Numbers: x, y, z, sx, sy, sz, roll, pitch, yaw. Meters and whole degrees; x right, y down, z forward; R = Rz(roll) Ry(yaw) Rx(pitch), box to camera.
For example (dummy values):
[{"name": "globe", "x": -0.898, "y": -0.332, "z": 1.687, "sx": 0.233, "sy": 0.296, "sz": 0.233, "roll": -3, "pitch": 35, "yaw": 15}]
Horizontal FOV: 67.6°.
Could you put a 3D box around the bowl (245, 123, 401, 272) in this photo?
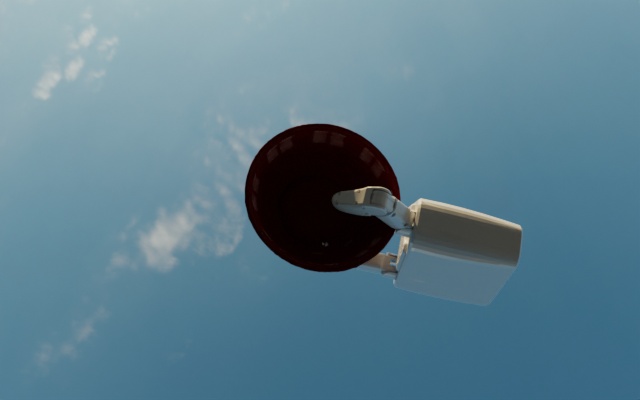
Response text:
[{"name": "bowl", "x": -0.001, "y": 0.001, "z": 0.508, "sx": 0.162, "sy": 0.162, "sz": 0.055, "roll": 0, "pitch": -20, "yaw": -11}]
